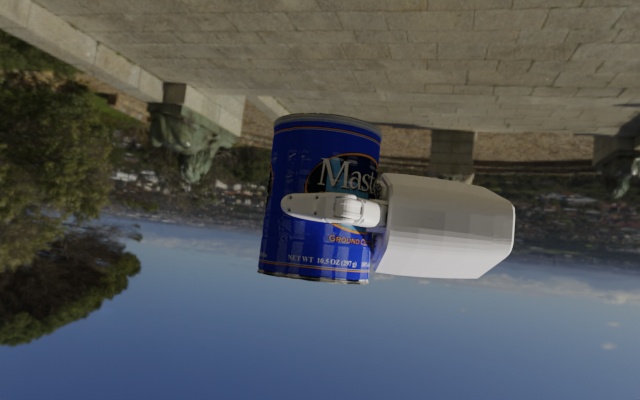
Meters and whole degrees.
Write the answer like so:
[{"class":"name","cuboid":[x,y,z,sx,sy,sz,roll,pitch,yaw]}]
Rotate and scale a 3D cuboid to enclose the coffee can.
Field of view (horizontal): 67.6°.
[{"class":"coffee can","cuboid":[0.000,0.001,0.443,0.103,0.140,0.103,6,-6,1]}]
